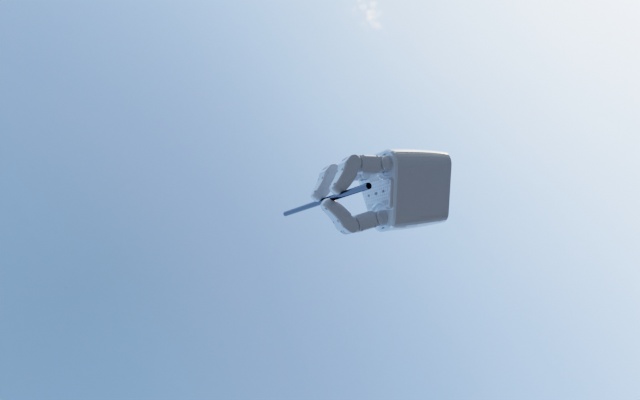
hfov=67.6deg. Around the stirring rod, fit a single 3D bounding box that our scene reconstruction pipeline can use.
[{"bbox_3d":[0.000,0.002,0.657,0.011,0.011,0.239,0,-9,-28],"label":"stirring rod"}]
